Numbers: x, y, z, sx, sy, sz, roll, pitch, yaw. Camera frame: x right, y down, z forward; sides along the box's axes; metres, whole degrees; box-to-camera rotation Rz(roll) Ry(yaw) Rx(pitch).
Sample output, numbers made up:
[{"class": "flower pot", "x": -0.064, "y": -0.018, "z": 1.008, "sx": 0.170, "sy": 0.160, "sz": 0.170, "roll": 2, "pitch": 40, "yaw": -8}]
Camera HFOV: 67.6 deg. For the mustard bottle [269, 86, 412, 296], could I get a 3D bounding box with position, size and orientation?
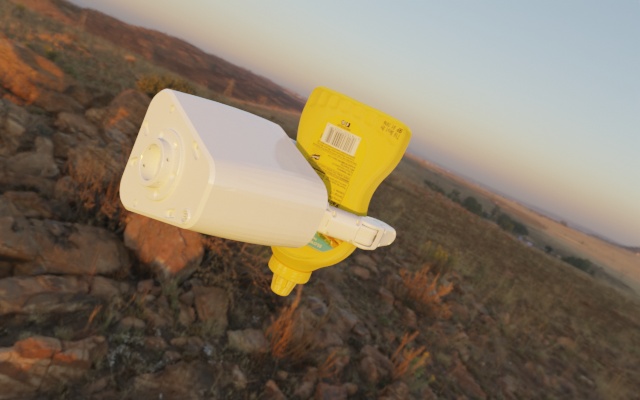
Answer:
[{"class": "mustard bottle", "x": 0.000, "y": 0.001, "z": 0.438, "sx": 0.096, "sy": 0.191, "sz": 0.058, "roll": 28, "pitch": 10, "yaw": 15}]
